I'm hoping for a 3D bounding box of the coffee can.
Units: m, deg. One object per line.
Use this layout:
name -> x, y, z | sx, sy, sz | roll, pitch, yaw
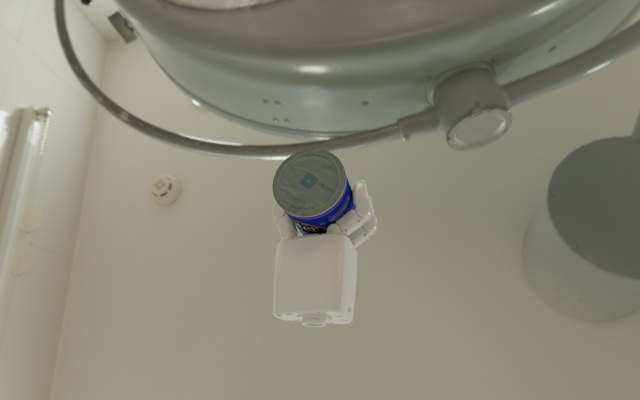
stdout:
coffee can -> 0.000, 0.002, 0.704 | 0.103, 0.102, 0.140 | 0, -24, 15
